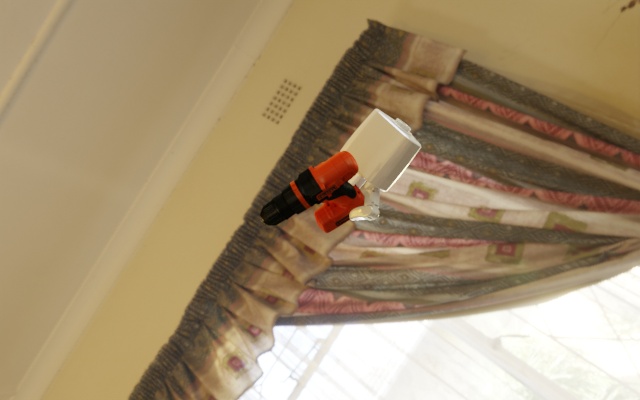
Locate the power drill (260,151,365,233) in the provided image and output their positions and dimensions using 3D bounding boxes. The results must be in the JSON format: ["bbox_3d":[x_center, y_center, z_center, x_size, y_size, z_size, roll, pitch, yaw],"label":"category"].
[{"bbox_3d":[0.000,0.003,0.847,0.184,0.057,0.188,-32,-22,7],"label":"power drill"}]
